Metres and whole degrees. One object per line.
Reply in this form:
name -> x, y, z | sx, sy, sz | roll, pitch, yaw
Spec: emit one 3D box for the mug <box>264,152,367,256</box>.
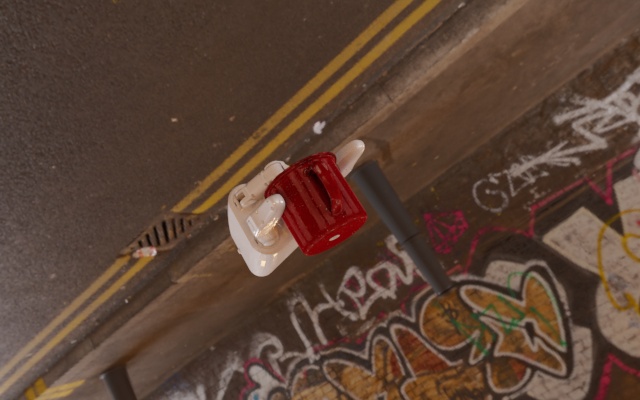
mug -> 0.001, 0.001, 0.512 | 0.093, 0.081, 0.117 | -25, -18, -21
